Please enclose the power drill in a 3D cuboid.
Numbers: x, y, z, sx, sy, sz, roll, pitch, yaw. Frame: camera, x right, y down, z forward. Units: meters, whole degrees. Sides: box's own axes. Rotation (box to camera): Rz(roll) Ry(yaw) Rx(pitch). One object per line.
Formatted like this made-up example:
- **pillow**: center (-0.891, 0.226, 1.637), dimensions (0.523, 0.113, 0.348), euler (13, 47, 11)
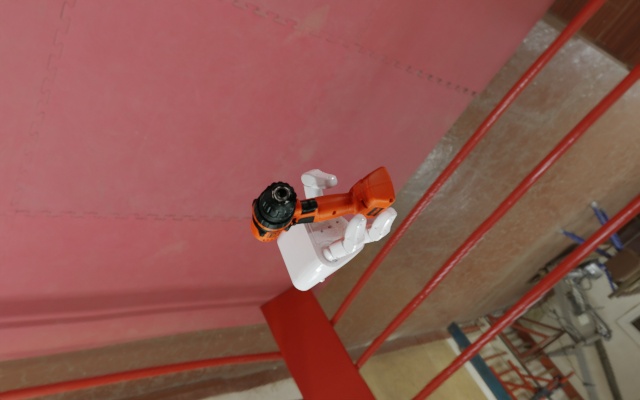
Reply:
- **power drill**: center (0.000, 0.002, 0.642), dimensions (0.187, 0.057, 0.184), euler (-11, -11, -16)
